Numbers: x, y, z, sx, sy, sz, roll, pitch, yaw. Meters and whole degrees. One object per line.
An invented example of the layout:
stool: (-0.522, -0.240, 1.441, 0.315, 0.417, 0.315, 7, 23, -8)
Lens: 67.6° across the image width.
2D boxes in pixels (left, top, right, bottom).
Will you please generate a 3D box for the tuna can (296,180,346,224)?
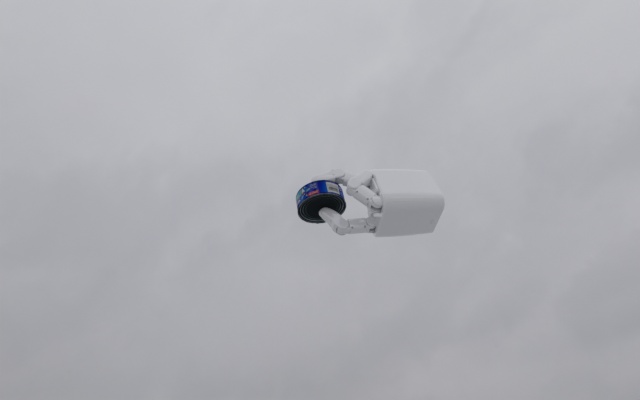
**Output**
tuna can: (0.000, 0.002, 0.833, 0.086, 0.033, 0.086, -8, -36, -6)
